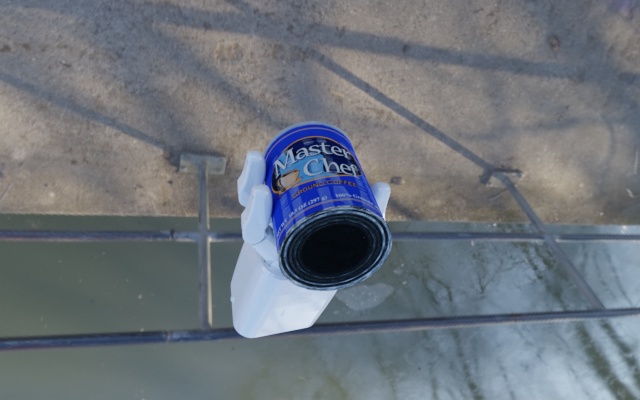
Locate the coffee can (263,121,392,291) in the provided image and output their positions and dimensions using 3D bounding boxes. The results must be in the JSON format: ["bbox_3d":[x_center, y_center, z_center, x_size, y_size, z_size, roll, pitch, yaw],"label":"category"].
[{"bbox_3d":[0.000,0.001,0.467,0.103,0.103,0.140,0,39,-14],"label":"coffee can"}]
